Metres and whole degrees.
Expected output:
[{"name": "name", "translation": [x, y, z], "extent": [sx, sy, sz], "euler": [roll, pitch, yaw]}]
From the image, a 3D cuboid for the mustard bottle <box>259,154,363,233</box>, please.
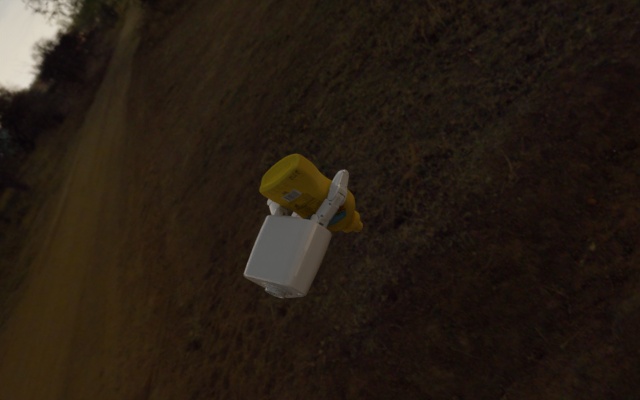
[{"name": "mustard bottle", "translation": [0.000, 0.002, 0.793], "extent": [0.192, 0.058, 0.096], "euler": [34, -47, -30]}]
